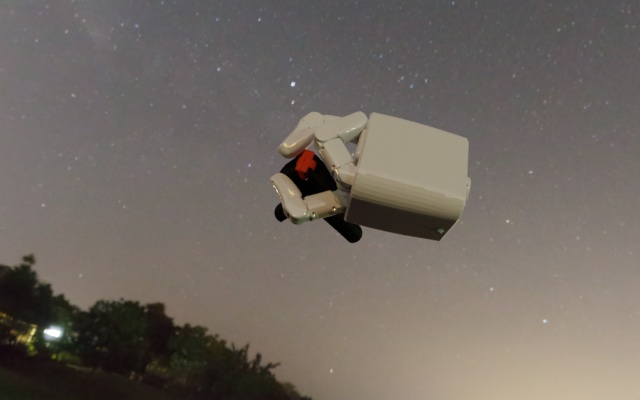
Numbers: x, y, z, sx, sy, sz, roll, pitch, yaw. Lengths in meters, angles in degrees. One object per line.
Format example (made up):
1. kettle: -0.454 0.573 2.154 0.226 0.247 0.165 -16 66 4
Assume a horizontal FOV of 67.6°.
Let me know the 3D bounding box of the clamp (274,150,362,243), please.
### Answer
1. clamp: 0.000 0.001 0.569 0.120 0.039 0.171 14 -23 3
